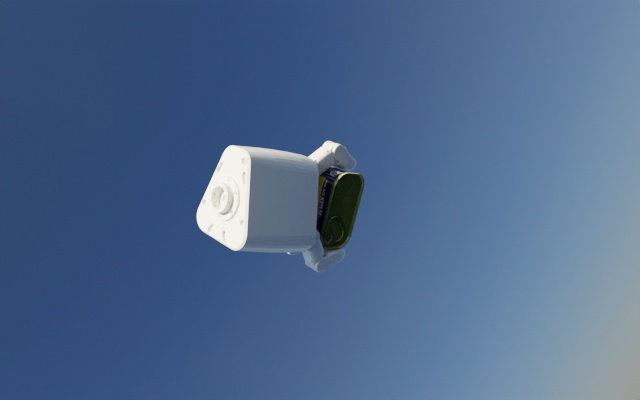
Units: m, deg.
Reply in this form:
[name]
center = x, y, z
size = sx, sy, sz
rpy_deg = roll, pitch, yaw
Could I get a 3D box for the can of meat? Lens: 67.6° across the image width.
[can of meat]
center = 0.000, 0.002, 0.628
size = 0.084, 0.102, 0.057
rpy_deg = 23, 15, 40
